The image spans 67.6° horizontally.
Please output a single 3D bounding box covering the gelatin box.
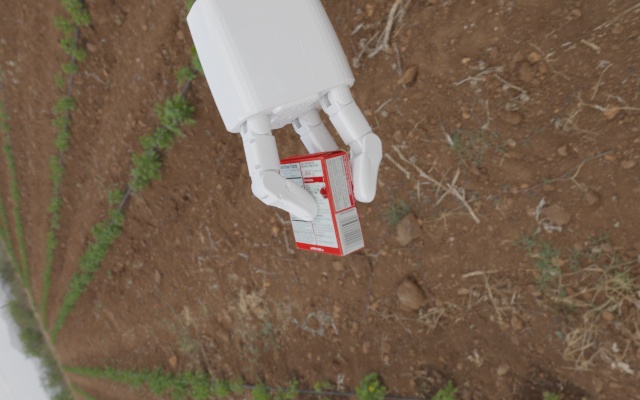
[{"bbox_3d":[0.000,0.002,0.430,0.030,0.089,0.073,-17,10,-34],"label":"gelatin box"}]
